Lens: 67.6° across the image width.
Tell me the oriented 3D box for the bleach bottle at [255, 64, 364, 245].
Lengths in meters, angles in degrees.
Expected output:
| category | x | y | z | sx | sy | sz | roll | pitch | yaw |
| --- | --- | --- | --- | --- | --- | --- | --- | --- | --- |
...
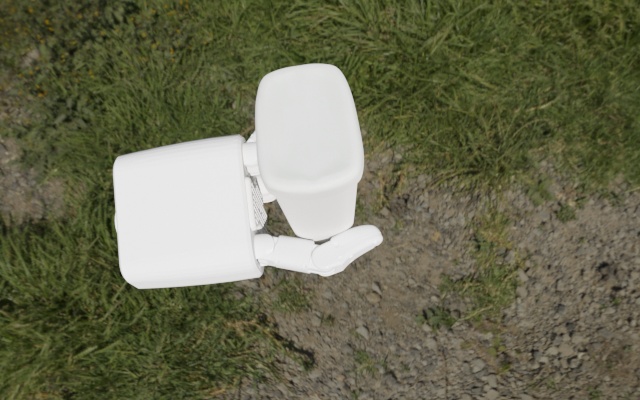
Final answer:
| category | x | y | z | sx | sy | sz | roll | pitch | yaw |
| --- | --- | --- | --- | --- | --- | --- | --- | --- | --- |
| bleach bottle | 0.000 | 0.001 | 0.417 | 0.068 | 0.102 | 0.251 | -8 | -26 | 1 |
